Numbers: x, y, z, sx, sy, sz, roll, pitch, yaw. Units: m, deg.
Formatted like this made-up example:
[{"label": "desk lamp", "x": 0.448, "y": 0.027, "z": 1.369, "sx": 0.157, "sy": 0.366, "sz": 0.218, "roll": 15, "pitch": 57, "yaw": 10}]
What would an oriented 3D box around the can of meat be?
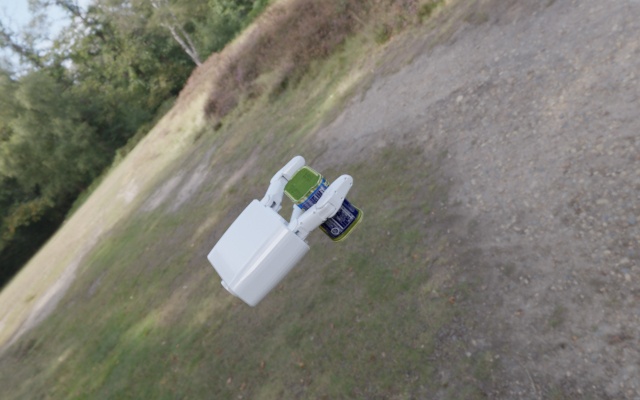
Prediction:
[{"label": "can of meat", "x": 0.000, "y": 0.002, "z": 0.662, "sx": 0.084, "sy": 0.057, "sz": 0.102, "roll": 43, "pitch": -2, "yaw": -22}]
